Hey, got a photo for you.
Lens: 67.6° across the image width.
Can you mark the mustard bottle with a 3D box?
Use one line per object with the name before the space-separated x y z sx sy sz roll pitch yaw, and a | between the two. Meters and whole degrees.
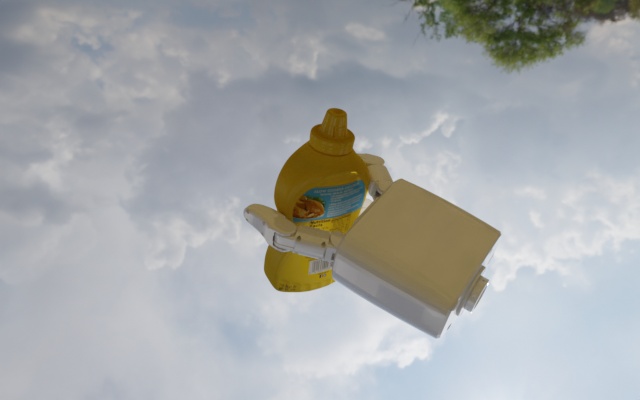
mustard bottle | 0.000 0.002 0.468 0.096 0.192 0.058 -10 39 -28
